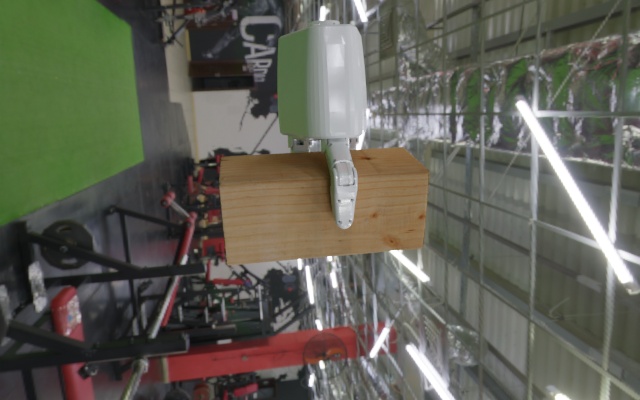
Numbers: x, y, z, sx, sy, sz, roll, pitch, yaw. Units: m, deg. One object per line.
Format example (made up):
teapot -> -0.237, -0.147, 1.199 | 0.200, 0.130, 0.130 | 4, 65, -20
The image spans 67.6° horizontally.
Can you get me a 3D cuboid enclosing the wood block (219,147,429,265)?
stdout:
wood block -> 0.000, 0.001, 0.512 | 0.206, 0.090, 0.090 | -4, 24, -8
